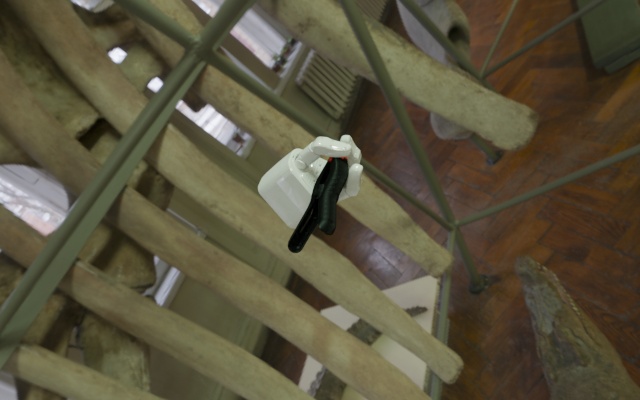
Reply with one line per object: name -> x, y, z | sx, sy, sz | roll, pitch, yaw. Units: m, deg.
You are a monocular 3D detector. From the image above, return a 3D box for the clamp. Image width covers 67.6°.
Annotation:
clamp -> 0.000, 0.002, 0.734 | 0.039, 0.171, 0.120 | 36, -42, -20
